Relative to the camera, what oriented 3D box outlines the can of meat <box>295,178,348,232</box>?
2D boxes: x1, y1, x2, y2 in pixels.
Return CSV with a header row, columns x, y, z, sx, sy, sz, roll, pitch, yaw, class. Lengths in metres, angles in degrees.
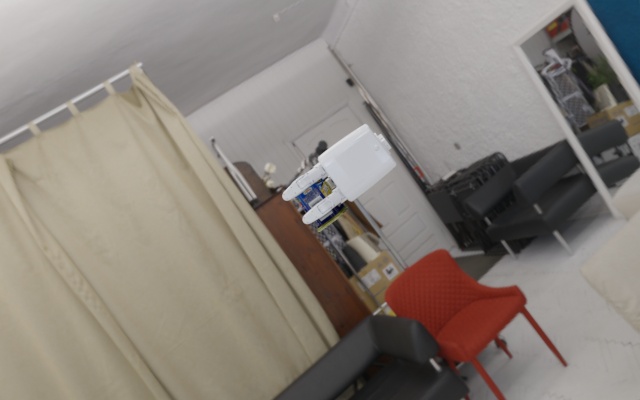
x,y,z,sx,sy,sz,roll,pitch,yaw,class
0.000,0.003,0.892,0.057,0.084,0.102,-37,0,14,can of meat
